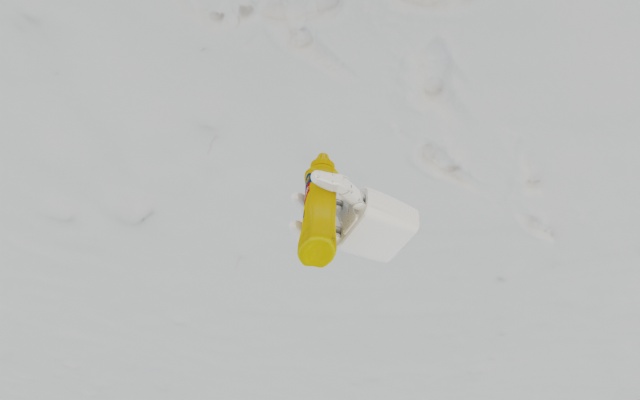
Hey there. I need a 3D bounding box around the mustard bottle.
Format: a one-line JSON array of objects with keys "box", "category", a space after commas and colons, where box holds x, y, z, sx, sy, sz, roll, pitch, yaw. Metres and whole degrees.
[{"box": [0.000, 0.003, 0.761, 0.058, 0.191, 0.096, 6, -34, -2], "category": "mustard bottle"}]
